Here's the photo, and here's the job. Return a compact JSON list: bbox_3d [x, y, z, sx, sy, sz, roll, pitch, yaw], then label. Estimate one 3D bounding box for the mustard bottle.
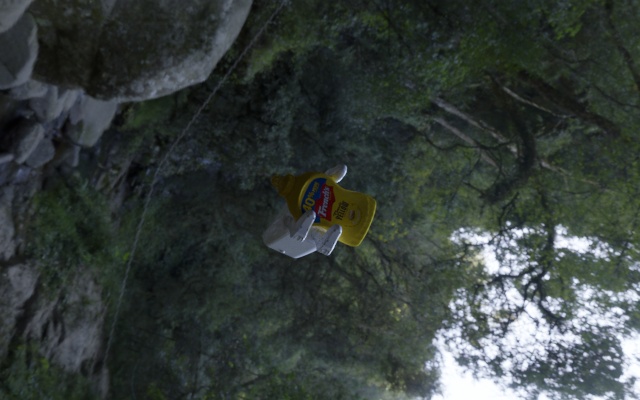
[{"bbox_3d":[0.000,0.003,0.844,0.192,0.096,0.058,26,-7,-19],"label":"mustard bottle"}]
